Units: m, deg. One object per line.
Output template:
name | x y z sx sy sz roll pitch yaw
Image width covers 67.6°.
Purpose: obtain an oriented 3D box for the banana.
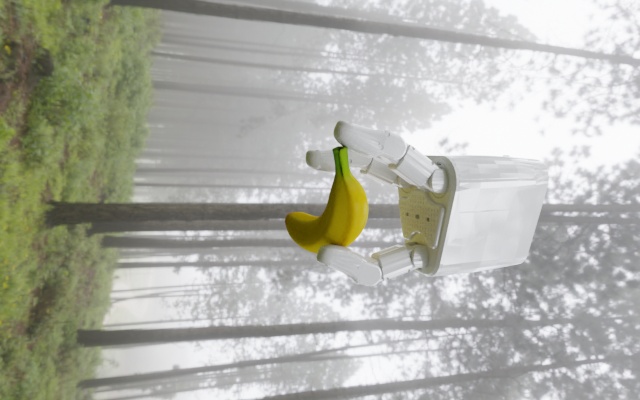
banana | 0.004 0.018 0.455 0.037 0.069 0.198 -5 -17 -20
